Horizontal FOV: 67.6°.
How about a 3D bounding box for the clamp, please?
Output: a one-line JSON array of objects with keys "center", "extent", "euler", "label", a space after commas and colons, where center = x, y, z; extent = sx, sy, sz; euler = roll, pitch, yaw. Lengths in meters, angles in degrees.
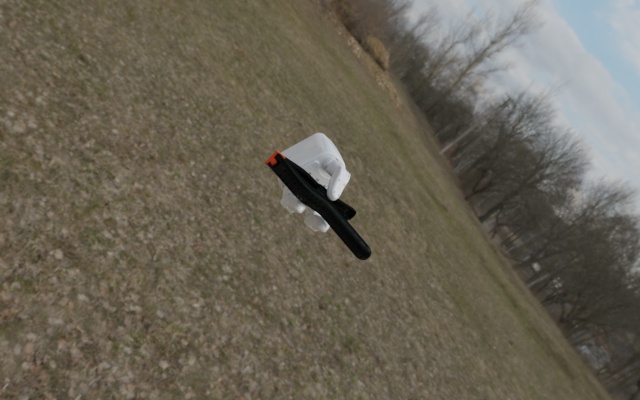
[{"center": [0.000, 0.001, 0.757], "extent": [0.210, 0.036, 0.164], "euler": [40, 13, -26], "label": "clamp"}]
